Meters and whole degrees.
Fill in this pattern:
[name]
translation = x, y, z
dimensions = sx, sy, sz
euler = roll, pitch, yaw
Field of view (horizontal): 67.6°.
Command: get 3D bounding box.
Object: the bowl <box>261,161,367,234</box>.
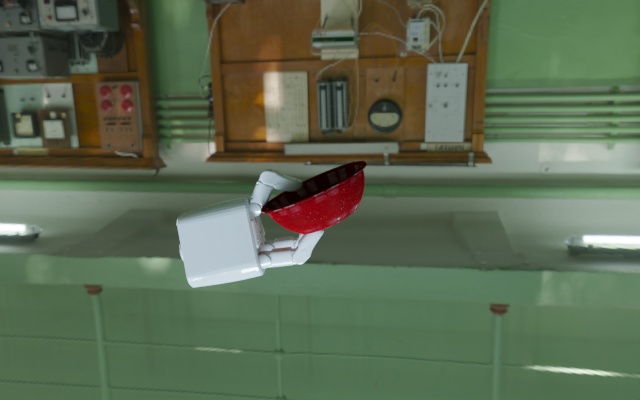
[bowl]
translation = 0.001, 0.002, 0.669
dimensions = 0.162, 0.055, 0.162
euler = -24, 10, 5
